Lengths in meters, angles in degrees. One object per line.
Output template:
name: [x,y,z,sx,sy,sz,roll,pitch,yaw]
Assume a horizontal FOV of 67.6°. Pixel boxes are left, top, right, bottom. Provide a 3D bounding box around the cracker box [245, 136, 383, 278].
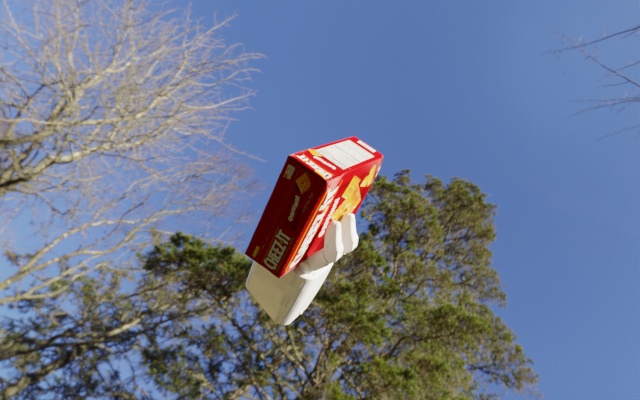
cracker box: [0.000,0.002,0.707,0.072,0.164,0.213,34,26,15]
